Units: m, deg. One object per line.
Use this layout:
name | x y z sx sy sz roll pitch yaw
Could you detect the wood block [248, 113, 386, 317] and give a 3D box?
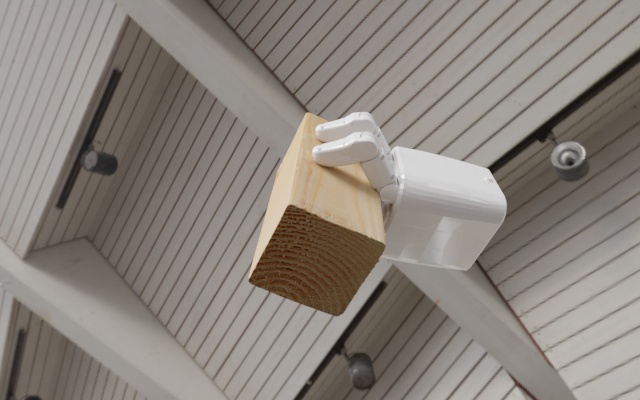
wood block | 0.000 0.002 0.480 0.090 0.091 0.206 23 28 -10
